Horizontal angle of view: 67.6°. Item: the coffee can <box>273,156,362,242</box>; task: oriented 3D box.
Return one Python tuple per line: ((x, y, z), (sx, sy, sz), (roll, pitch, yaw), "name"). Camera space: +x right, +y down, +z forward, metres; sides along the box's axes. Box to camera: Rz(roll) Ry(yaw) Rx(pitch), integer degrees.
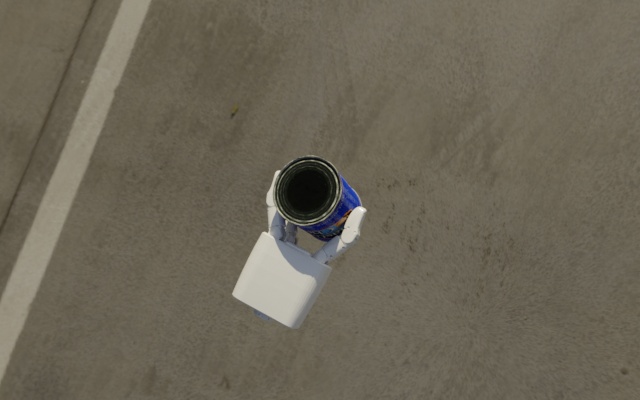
((0.000, 0.002, 0.730), (0.103, 0.102, 0.140), (0, -14, 17), "coffee can")
